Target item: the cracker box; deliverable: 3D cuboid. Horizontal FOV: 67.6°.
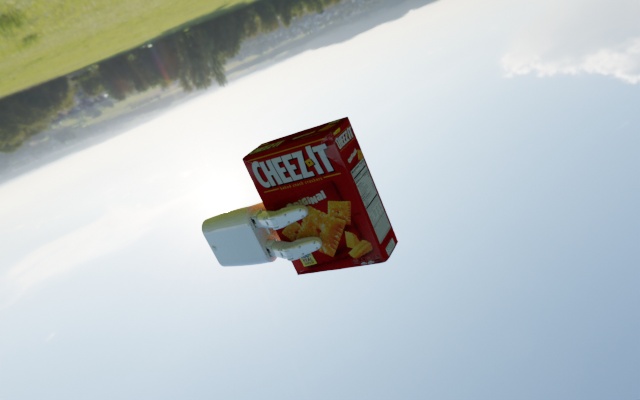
[{"bbox_3d":[0.000,0.002,0.721,0.164,0.214,0.072,-12,22,32],"label":"cracker box"}]
